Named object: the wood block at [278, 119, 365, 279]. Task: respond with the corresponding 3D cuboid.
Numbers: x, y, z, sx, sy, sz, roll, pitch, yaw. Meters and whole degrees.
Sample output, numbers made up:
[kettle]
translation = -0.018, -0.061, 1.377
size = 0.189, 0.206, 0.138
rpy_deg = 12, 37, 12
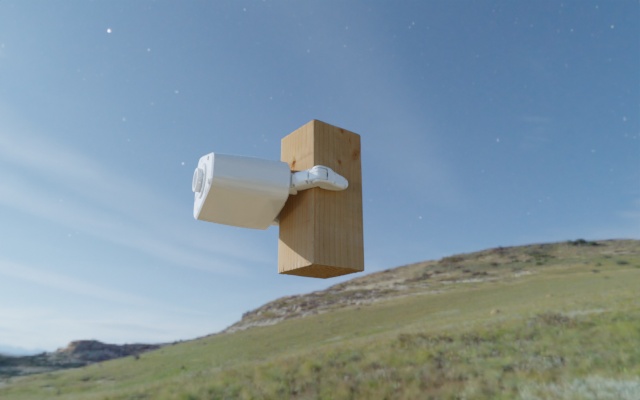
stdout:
[wood block]
translation = 0.000, 0.002, 0.691
size = 0.090, 0.206, 0.091
rpy_deg = 13, -22, -36
